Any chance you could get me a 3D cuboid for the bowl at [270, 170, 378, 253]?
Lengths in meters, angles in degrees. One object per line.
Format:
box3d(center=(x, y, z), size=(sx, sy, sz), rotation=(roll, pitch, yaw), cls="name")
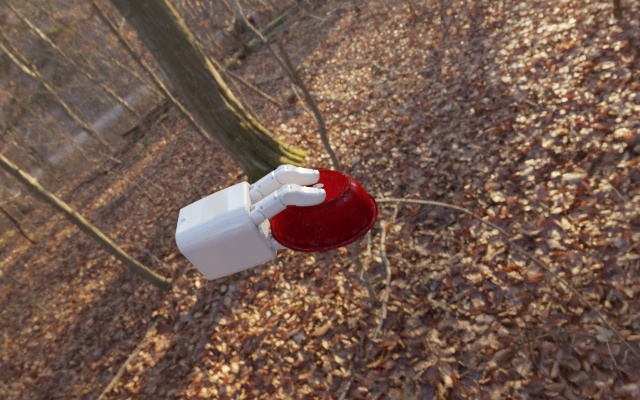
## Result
box3d(center=(0.001, 0.001, 0.686), size=(0.162, 0.055, 0.162), rotation=(-9, 33, 6), cls="bowl")
